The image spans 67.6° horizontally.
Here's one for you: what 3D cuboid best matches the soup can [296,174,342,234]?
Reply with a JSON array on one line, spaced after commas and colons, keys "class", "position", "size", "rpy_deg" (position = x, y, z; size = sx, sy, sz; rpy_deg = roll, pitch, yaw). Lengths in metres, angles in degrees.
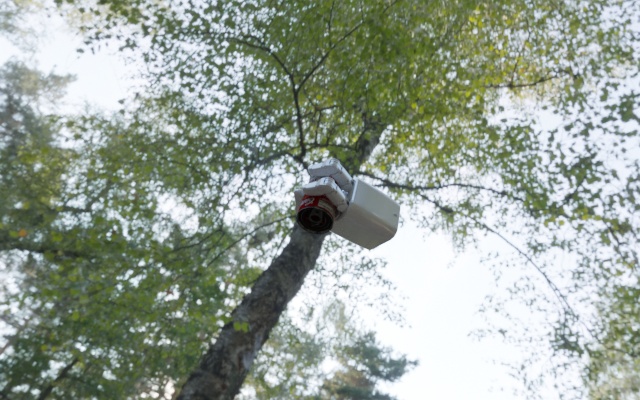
[{"class": "soup can", "position": [0.000, 0.003, 0.886], "size": [0.068, 0.069, 0.102], "rpy_deg": [0, 43, 16]}]
